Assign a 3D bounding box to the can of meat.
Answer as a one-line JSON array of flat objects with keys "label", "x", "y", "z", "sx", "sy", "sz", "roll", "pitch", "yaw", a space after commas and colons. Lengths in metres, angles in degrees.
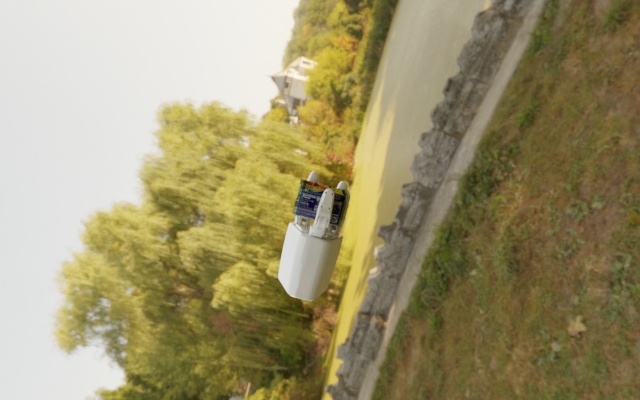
[{"label": "can of meat", "x": 0.000, "y": 0.002, "z": 0.800, "sx": 0.084, "sy": 0.057, "sz": 0.102, "roll": 14, "pitch": 9, "yaw": -3}]
